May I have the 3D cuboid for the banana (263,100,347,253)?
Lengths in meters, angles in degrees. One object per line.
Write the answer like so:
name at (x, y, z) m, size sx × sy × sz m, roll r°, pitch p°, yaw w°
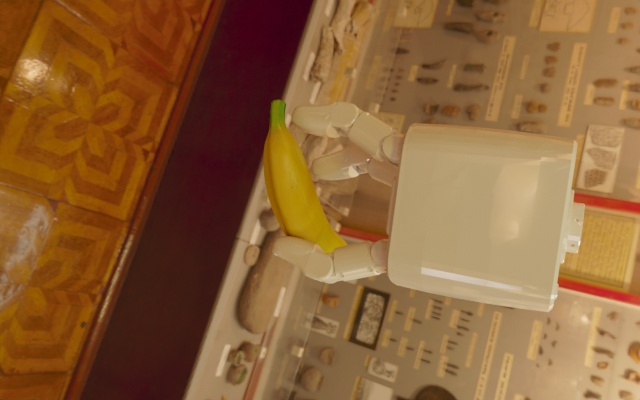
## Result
banana at (-0.007, 0.013, 0.412) m, size 0.037 × 0.069 × 0.198 m, roll 5°, pitch -41°, yaw 25°
